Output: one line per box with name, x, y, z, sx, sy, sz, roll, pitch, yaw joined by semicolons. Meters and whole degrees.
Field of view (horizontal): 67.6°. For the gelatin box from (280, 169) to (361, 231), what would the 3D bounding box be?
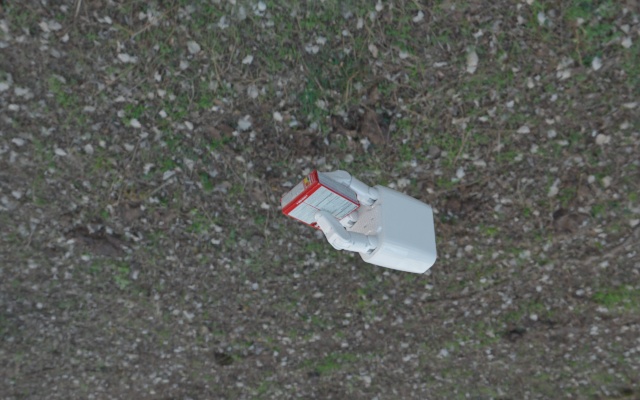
gelatin box;0.000;0.002;0.674;0.073;0.030;0.089;-38;-45;28
